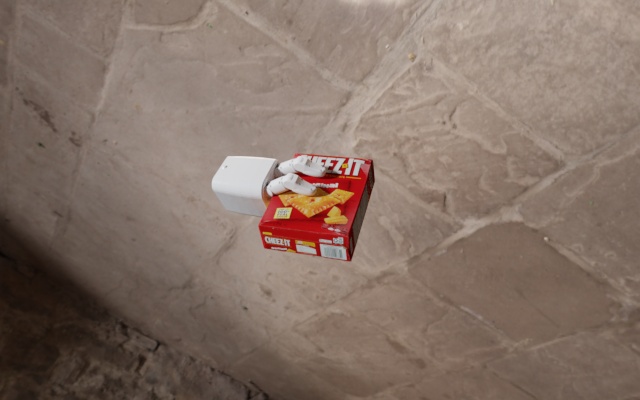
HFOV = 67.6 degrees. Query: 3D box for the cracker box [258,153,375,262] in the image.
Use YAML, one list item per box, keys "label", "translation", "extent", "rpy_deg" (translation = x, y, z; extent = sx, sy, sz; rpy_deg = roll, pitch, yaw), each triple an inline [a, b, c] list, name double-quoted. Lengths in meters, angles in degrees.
- label: "cracker box"
  translation: [0.000, 0.003, 0.888]
  extent: [0.164, 0.072, 0.213]
  rpy_deg: [7, 44, 15]
